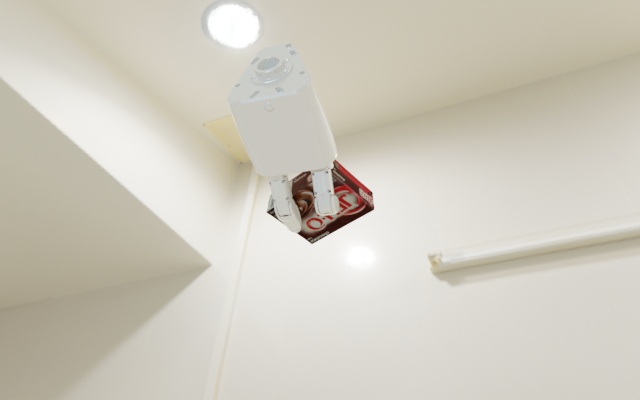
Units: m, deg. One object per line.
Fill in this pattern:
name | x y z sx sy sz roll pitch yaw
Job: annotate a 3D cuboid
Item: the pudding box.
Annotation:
pudding box | 0.000 0.002 0.625 0.113 0.039 0.090 -30 -53 31
